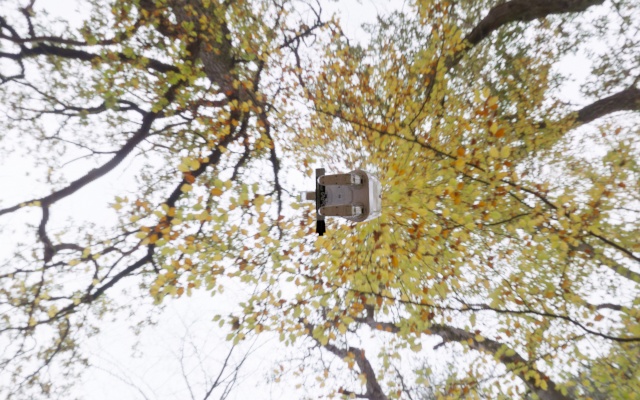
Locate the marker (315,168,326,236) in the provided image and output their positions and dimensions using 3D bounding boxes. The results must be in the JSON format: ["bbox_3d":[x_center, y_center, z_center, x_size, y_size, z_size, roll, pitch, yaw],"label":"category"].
[{"bbox_3d":[0.000,0.003,0.847,0.020,0.121,0.020,-1,-1,0],"label":"marker"}]
